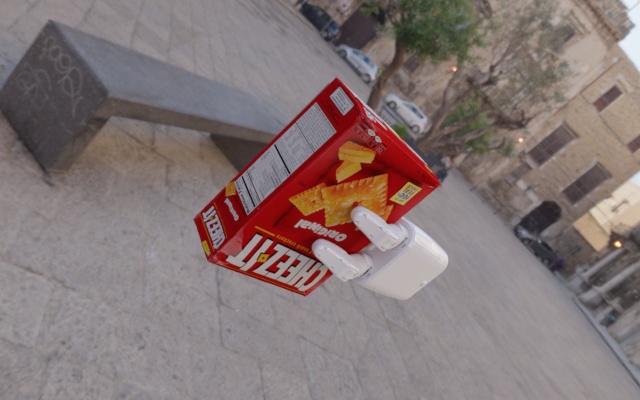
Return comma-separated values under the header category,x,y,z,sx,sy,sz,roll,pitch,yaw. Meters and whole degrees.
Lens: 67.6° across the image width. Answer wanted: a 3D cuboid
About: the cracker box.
category,x,y,z,sx,sy,sz,roll,pitch,yaw
cracker box,0.000,0.001,0.514,0.214,0.072,0.164,-42,-42,15
